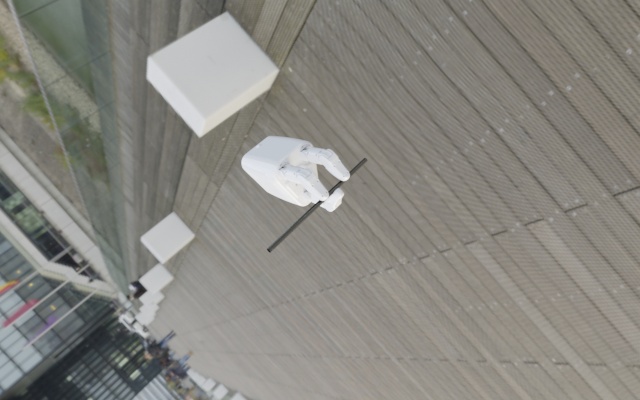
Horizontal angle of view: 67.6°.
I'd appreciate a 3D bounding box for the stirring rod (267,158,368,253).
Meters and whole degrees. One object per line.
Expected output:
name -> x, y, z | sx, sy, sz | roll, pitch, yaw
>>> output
stirring rod -> 0.000, 0.003, 0.776 | 0.239, 0.011, 0.011 | -43, 23, -26
